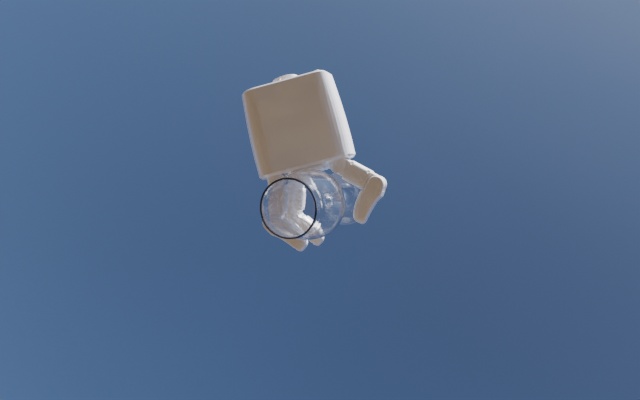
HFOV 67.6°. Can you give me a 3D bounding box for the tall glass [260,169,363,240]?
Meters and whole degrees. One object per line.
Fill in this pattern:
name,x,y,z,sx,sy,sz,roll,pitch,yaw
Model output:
tall glass,0.000,0.002,0.564,0.079,0.079,0.201,0,4,19
